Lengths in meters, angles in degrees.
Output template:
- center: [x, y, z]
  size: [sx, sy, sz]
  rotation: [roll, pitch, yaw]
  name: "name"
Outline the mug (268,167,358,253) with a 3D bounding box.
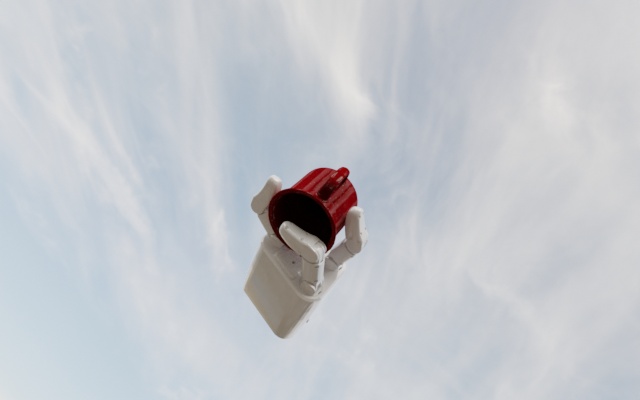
- center: [0.001, 0.001, 0.589]
  size: [0.093, 0.117, 0.081]
  rotation: [38, 40, 7]
  name: "mug"
